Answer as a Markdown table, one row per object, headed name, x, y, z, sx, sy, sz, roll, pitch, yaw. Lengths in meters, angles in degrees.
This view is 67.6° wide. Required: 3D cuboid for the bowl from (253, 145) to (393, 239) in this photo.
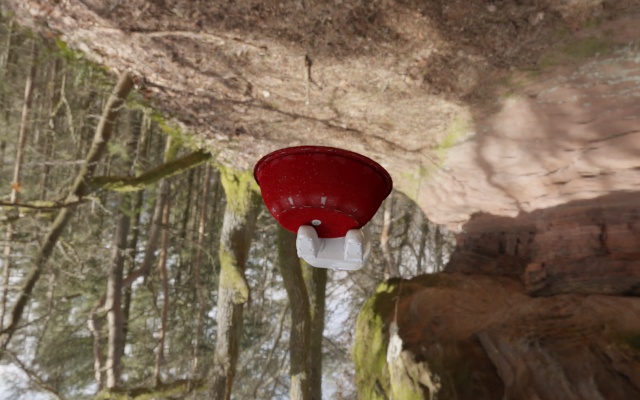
| name | x | y | z | sx | sy | sz | roll | pitch | yaw |
| --- | --- | --- | --- | --- | --- | --- | --- | --- | --- |
| bowl | 0.000 | 0.002 | 0.541 | 0.162 | 0.055 | 0.162 | 5 | -25 | 2 |
